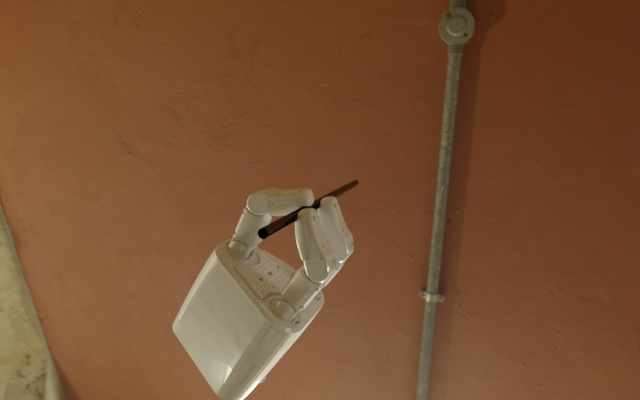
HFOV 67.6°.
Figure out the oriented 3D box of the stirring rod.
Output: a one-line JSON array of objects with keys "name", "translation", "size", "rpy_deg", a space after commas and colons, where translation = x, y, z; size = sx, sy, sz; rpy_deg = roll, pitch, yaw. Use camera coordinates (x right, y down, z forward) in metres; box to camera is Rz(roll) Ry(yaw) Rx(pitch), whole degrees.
[{"name": "stirring rod", "translation": [0.000, 0.002, 0.447], "size": [0.011, 0.011, 0.239], "rpy_deg": [0, 10, 20]}]
